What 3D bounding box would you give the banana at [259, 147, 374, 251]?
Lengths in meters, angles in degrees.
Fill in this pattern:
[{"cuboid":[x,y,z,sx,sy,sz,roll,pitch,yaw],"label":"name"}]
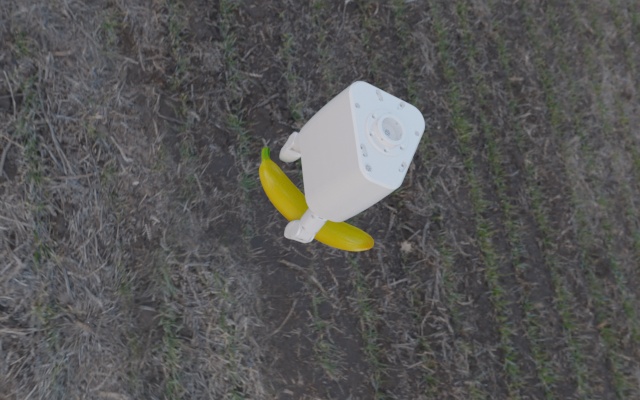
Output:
[{"cuboid":[-0.011,0.012,0.616,0.037,0.198,0.069,-37,13,51],"label":"banana"}]
